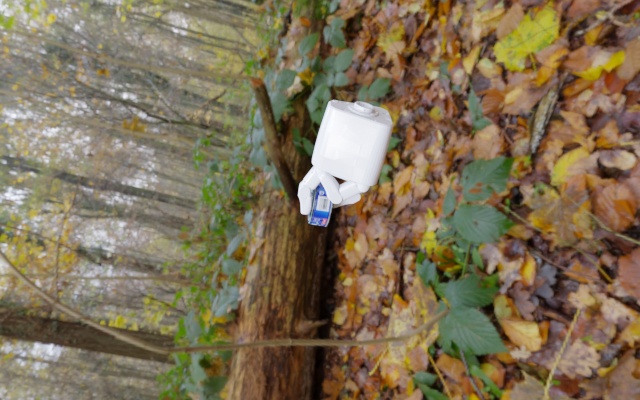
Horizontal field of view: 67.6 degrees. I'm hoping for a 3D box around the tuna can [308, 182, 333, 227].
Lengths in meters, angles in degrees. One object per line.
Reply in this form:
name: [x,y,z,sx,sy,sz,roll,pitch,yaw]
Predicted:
tuna can: [0.000,0.003,0.863,0.034,0.086,0.086,8,-1,-7]
